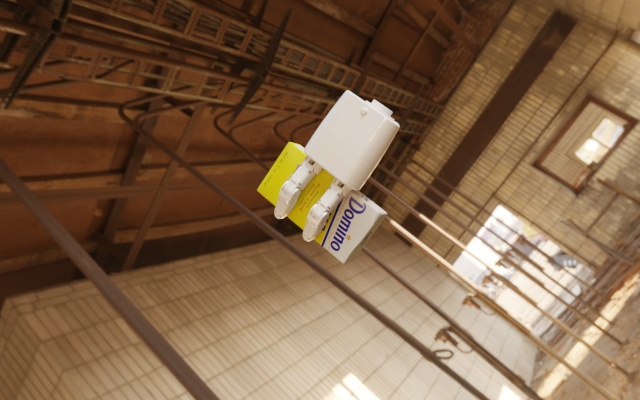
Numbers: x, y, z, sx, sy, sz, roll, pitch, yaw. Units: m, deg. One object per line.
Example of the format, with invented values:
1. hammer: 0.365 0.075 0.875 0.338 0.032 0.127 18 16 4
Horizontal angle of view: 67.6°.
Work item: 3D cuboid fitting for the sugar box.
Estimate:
1. sugar box: 0.000 0.002 0.702 0.176 0.093 0.048 39 14 19
